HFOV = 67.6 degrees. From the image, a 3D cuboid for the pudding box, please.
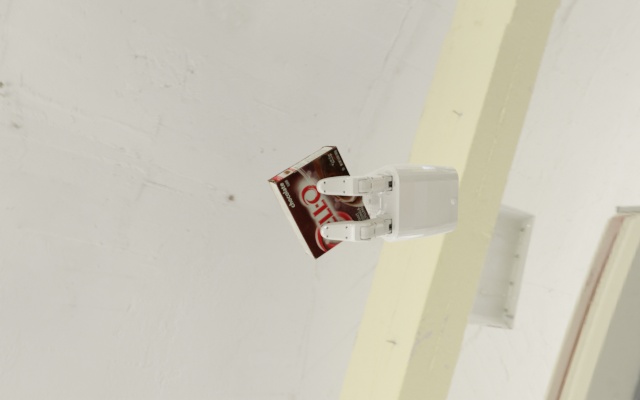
[{"bbox_3d":[0.000,0.002,0.590,0.090,0.113,0.039,-33,18,-18],"label":"pudding box"}]
